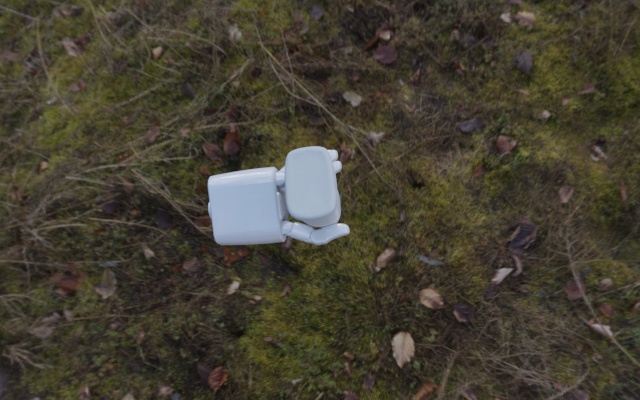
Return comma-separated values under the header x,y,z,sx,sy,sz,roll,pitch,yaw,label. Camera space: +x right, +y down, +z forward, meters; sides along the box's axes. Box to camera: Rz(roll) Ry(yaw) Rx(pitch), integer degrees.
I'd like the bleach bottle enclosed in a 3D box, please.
x,y,z,sx,sy,sz,roll,pitch,yaw,label
0.000,0.002,0.738,0.068,0.102,0.251,-6,-14,5,bleach bottle
